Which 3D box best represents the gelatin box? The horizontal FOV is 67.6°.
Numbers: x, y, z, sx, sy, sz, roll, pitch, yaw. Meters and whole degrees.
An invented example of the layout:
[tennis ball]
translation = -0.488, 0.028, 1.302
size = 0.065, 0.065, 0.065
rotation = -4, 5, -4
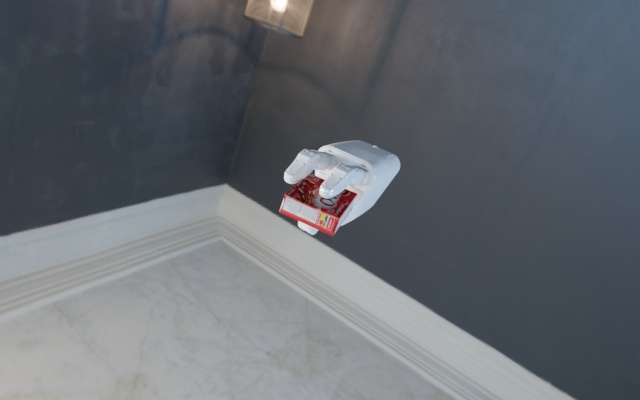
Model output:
[gelatin box]
translation = 0.000, 0.002, 0.605
size = 0.073, 0.030, 0.089
rotation = 24, 27, 10
